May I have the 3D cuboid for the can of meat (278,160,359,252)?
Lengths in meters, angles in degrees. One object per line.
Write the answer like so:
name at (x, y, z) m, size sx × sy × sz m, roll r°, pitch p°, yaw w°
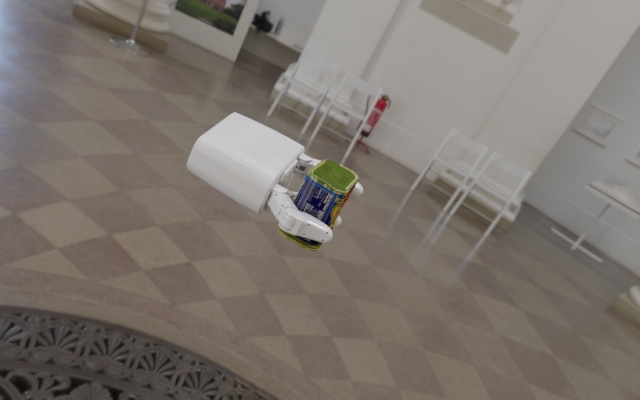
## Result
can of meat at (0.000, 0.002, 0.585) m, size 0.057 × 0.084 × 0.102 m, roll 30°, pitch 21°, yaw 6°
